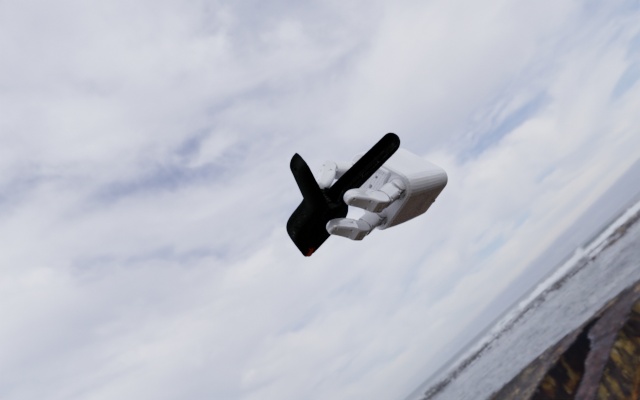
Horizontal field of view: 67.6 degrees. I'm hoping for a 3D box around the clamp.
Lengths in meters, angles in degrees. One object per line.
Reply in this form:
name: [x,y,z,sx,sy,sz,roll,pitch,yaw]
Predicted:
clamp: [0.000,0.002,0.613,0.164,0.036,0.210,-11,-38,-41]
